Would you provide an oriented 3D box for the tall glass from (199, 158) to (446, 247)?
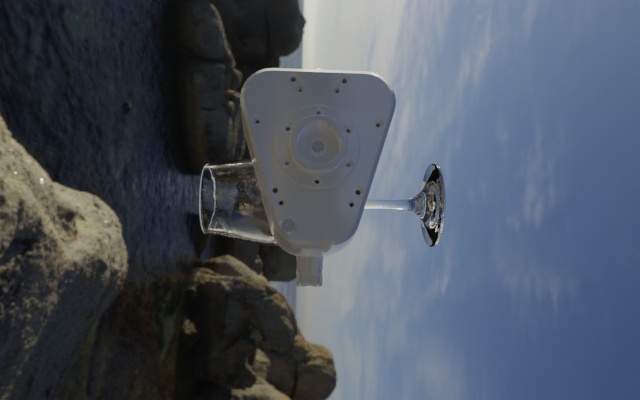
[{"bbox_3d":[0.001,0.001,0.418,0.201,0.079,0.079,1,0,-2],"label":"tall glass"}]
